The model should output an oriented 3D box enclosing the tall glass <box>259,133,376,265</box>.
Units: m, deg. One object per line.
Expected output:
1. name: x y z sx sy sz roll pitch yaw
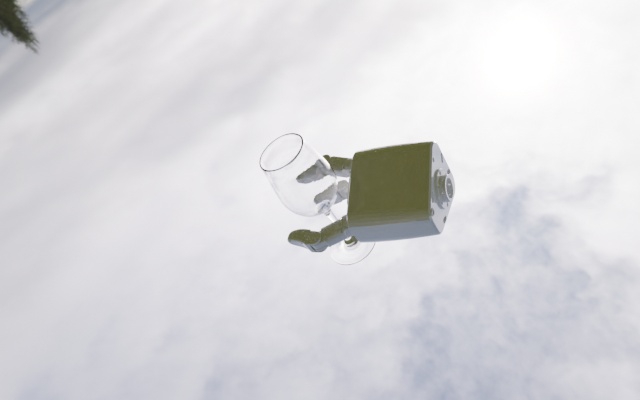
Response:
1. tall glass: 0.000 0.003 0.631 0.079 0.079 0.201 0 -37 37
